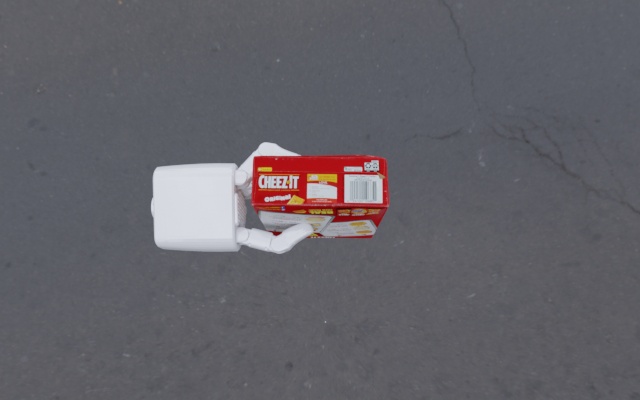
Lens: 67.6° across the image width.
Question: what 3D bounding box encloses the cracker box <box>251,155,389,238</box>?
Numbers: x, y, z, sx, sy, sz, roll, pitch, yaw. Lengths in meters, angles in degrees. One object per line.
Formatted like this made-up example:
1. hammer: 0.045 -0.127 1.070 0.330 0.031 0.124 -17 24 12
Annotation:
1. cracker box: 0.000 0.002 0.664 0.164 0.072 0.214 0 -14 1
